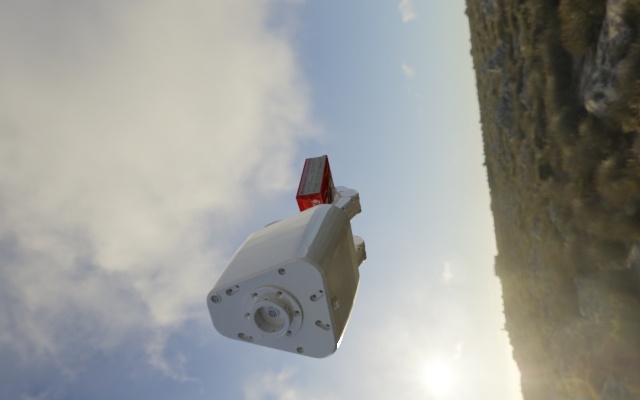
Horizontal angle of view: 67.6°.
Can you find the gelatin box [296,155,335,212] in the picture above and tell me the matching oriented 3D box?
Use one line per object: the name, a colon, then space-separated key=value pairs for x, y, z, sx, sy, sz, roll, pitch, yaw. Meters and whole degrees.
gelatin box: x=0.000 y=0.002 z=0.539 sx=0.030 sy=0.073 sz=0.089 roll=-9 pitch=31 yaw=11
